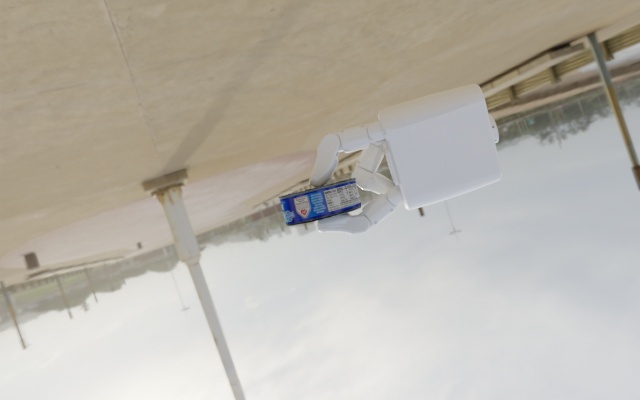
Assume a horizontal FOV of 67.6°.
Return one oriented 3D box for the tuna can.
[{"bbox_3d":[0.000,0.002,0.516,0.086,0.034,0.086,-14,1,0],"label":"tuna can"}]
